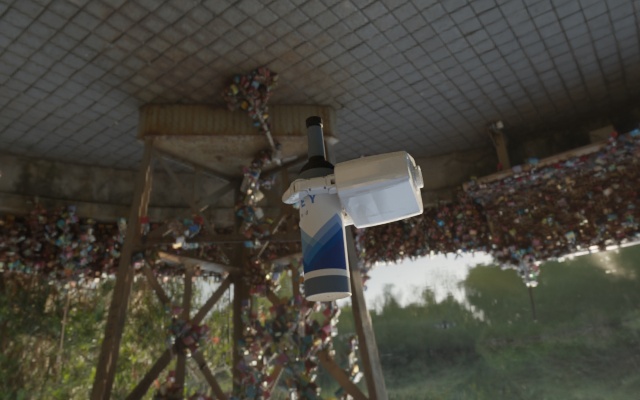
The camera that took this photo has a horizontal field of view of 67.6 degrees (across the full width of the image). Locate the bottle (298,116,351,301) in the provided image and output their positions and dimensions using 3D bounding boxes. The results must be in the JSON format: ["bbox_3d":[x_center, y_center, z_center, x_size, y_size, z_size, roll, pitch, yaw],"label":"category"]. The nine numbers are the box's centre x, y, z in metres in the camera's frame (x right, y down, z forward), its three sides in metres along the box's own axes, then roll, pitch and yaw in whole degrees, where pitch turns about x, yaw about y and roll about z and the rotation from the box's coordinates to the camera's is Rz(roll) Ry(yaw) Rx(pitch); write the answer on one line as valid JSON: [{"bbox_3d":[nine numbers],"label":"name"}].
[{"bbox_3d":[0.000,0.003,0.739,0.069,0.295,0.069,-4,-22,-2],"label":"bottle"}]
